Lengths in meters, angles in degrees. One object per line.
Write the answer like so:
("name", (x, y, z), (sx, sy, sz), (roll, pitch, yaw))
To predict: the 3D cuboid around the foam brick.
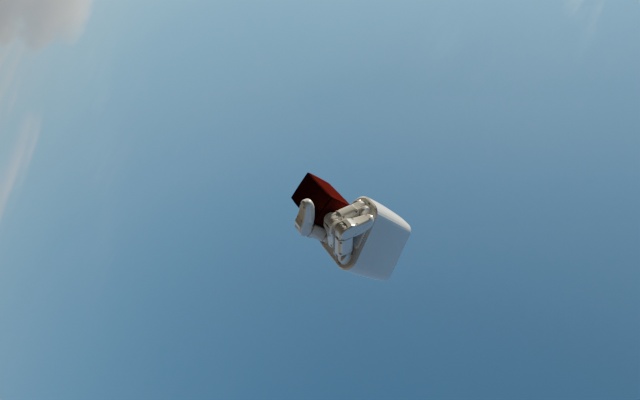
("foam brick", (0.000, 0.002, 0.759), (0.051, 0.053, 0.078), (24, 17, -43))
